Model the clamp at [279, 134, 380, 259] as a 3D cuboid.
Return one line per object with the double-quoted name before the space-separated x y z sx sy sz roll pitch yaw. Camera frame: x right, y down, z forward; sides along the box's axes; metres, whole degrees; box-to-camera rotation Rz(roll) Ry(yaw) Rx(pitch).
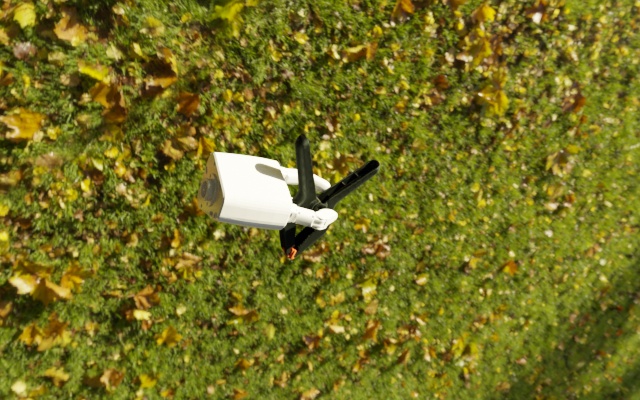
"clamp" 0.000 0.003 0.768 0.164 0.210 0.036 8 26 -34
